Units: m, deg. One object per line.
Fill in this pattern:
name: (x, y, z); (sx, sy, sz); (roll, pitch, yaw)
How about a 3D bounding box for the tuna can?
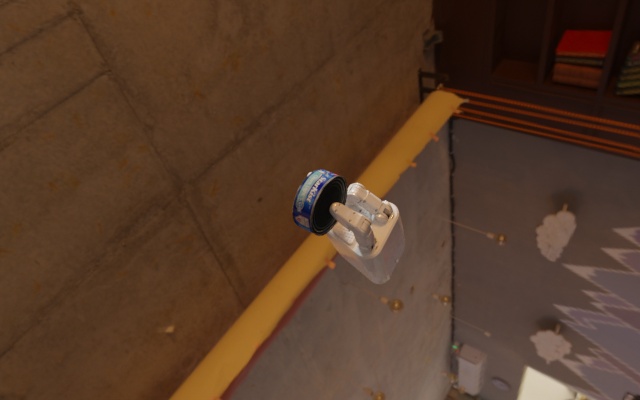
tuna can: (0.000, 0.002, 0.642); (0.033, 0.086, 0.086); (23, 11, 27)
